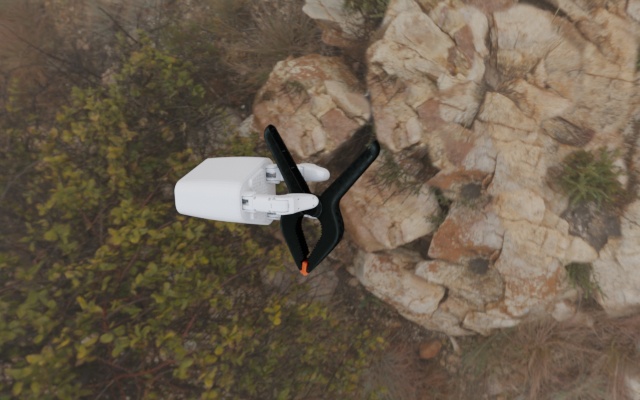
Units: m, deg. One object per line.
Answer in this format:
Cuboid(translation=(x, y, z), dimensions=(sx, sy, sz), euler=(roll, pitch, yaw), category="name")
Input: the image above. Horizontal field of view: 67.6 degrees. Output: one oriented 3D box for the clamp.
Cuboid(translation=(0.000, 0.003, 0.657), dimensions=(0.164, 0.210, 0.036), euler=(4, 13, 22), category="clamp")
